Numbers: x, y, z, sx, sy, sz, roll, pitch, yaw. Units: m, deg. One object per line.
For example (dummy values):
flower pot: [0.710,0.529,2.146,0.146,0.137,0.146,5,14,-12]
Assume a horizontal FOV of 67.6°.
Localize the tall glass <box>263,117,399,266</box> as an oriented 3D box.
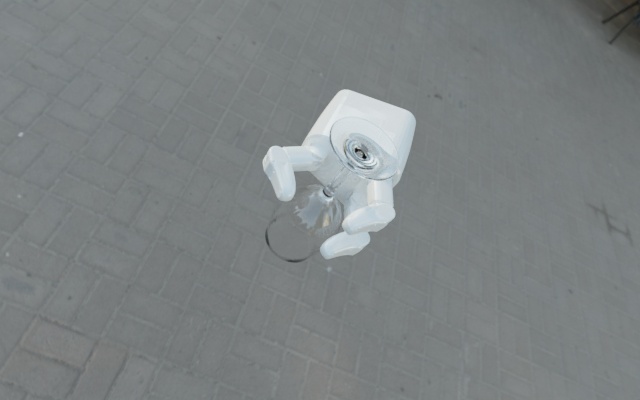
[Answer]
tall glass: [0.000,0.001,0.519,0.079,0.079,0.201,0,-31,-30]
